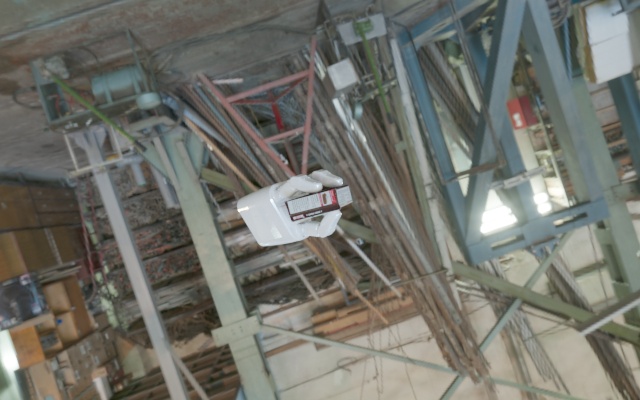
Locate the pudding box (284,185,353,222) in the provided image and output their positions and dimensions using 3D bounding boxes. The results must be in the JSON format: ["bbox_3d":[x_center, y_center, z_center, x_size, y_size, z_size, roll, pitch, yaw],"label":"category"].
[{"bbox_3d":[0.000,0.003,0.812,0.090,0.039,0.113,-16,3,14],"label":"pudding box"}]
